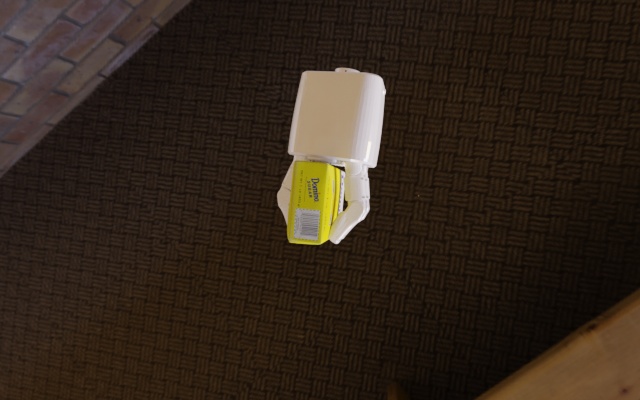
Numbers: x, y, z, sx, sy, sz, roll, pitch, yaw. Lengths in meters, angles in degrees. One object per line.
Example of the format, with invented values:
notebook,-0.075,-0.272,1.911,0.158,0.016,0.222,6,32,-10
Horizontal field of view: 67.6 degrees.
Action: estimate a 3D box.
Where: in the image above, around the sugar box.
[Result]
sugar box,0.001,0.002,0.612,0.048,0.093,0.176,6,2,11
